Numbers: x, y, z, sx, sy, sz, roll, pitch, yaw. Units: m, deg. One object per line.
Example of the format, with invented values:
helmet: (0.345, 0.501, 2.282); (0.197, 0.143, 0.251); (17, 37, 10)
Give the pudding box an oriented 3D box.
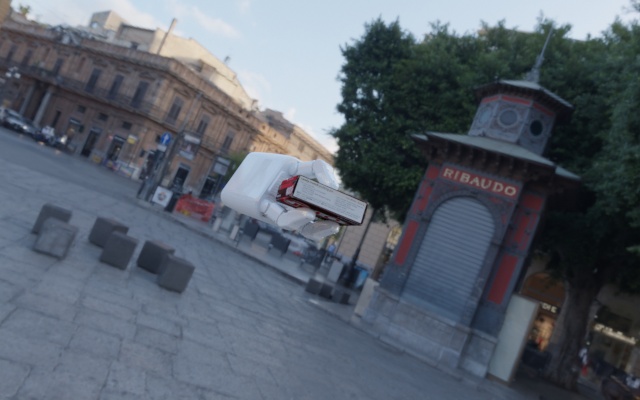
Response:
pudding box: (0.000, 0.002, 0.688); (0.113, 0.039, 0.090); (20, -9, -17)
